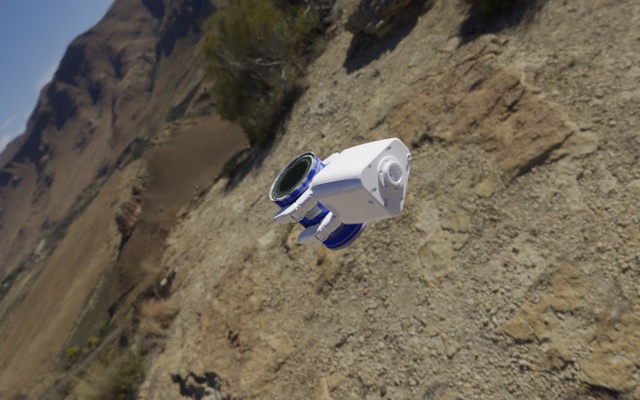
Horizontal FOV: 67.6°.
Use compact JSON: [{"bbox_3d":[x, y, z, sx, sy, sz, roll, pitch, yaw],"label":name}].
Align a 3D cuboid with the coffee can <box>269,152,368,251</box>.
[{"bbox_3d":[0.000,0.003,0.796,0.140,0.102,0.103,42,-21,-25],"label":"coffee can"}]
